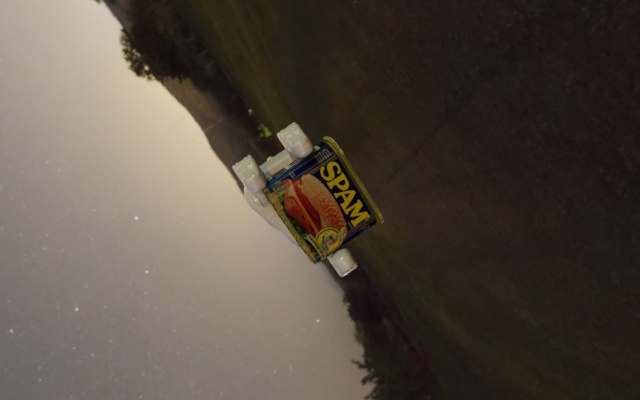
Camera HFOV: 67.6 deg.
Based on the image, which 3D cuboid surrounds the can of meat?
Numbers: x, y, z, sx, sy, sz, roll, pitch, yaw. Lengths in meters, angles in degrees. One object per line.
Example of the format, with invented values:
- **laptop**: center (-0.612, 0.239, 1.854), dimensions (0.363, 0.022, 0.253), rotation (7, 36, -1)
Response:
- **can of meat**: center (0.000, 0.002, 0.477), dimensions (0.084, 0.102, 0.057), rotation (-34, 17, -4)
